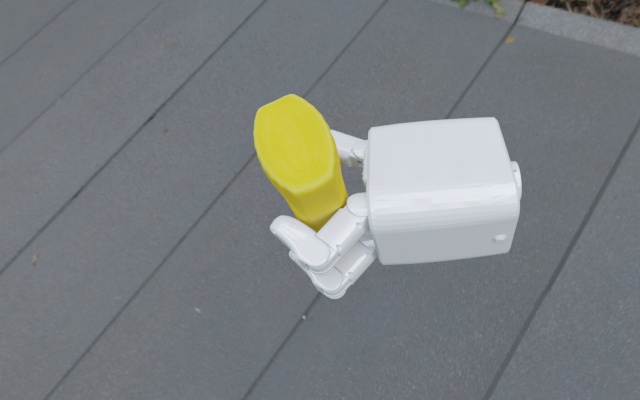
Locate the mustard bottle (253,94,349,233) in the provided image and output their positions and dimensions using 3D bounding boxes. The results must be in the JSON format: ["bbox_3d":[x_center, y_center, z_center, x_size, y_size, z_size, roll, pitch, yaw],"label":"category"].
[{"bbox_3d":[0.000,0.001,0.428,0.058,0.096,0.192,-26,-33,-1],"label":"mustard bottle"}]
